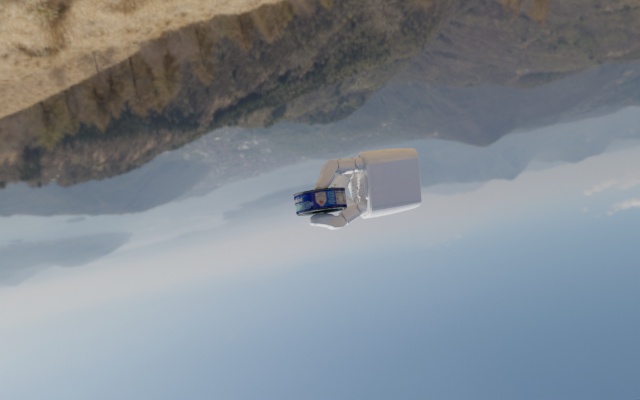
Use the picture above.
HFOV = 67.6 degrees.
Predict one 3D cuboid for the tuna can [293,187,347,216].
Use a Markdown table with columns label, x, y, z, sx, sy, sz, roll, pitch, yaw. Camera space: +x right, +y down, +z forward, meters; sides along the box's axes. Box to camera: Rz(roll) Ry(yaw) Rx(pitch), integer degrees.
| label | x | y | z | sx | sy | sz | roll | pitch | yaw |
| --- | --- | --- | --- | --- | --- | --- | --- | --- | --- |
| tuna can | 0.000 | 0.003 | 0.777 | 0.086 | 0.033 | 0.086 | -8 | -6 | -1 |
